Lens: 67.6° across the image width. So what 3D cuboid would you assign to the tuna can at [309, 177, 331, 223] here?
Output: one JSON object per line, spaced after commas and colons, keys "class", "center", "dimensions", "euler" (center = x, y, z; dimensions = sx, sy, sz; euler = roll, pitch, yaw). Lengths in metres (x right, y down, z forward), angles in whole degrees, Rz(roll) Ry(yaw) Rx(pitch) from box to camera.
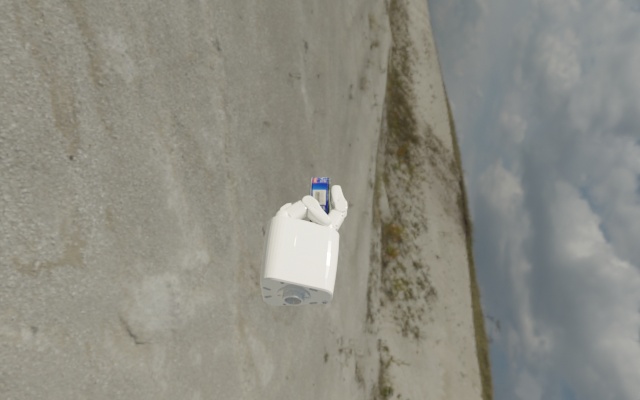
{"class": "tuna can", "center": [0.001, 0.003, 0.822], "dimensions": [0.034, 0.086, 0.086], "euler": [0, 0, 3]}
